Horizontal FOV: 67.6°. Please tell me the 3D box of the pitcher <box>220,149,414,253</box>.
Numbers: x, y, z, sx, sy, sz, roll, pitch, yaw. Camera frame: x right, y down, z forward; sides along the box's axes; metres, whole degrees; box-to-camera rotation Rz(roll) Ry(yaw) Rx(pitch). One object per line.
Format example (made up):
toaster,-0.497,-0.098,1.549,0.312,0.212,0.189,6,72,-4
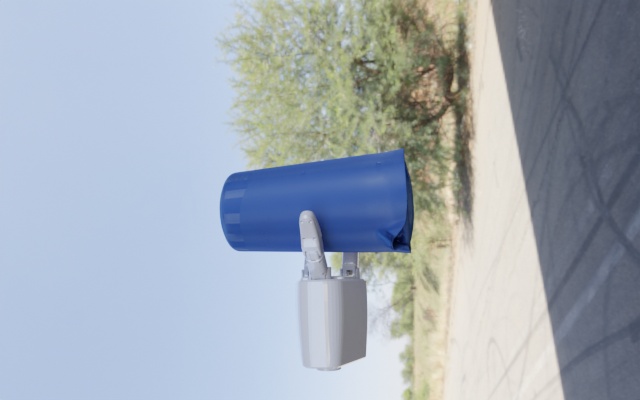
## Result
pitcher,0.000,0.002,0.636,0.243,0.145,0.149,-3,-7,11
